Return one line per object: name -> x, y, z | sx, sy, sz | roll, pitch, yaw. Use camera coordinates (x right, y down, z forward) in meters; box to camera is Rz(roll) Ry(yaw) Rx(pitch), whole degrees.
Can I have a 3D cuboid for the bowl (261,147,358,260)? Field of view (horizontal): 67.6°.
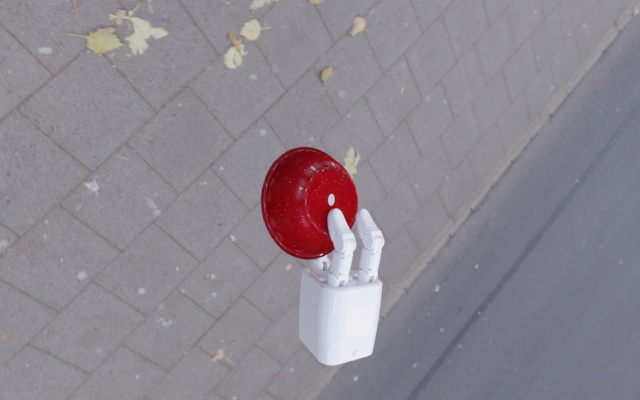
bowl -> 0.000, 0.001, 0.660 | 0.162, 0.162, 0.055 | 0, -3, -38
